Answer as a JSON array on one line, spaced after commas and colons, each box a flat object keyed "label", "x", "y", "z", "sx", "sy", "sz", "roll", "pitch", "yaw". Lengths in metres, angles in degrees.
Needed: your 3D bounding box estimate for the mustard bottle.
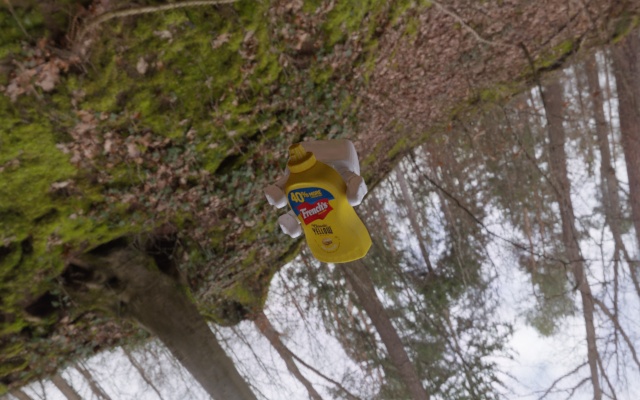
[{"label": "mustard bottle", "x": 0.000, "y": 0.003, "z": 0.705, "sx": 0.096, "sy": 0.192, "sz": 0.058, "roll": -7, "pitch": 30, "yaw": 35}]
